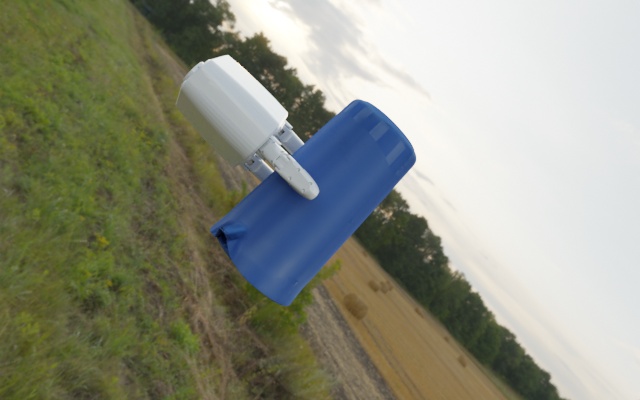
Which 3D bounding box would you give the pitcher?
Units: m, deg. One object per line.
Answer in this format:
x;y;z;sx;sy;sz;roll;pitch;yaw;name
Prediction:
0.000;0.002;0.585;0.145;0.243;0.149;45;1;-10;pitcher
